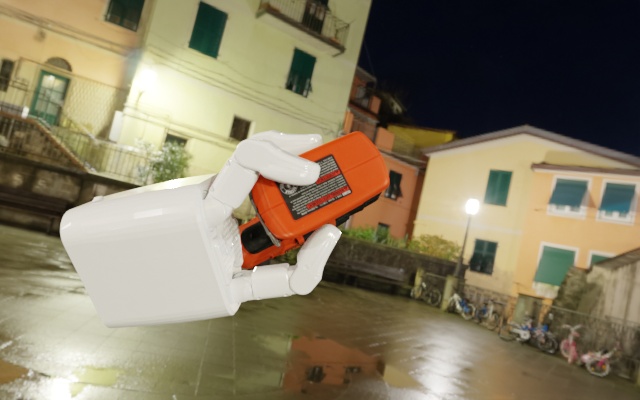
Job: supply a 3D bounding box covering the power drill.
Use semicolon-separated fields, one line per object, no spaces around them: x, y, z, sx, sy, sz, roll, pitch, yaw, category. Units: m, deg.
0.000;0.001;0.449;0.184;0.057;0.188;-28;-8;-15;power drill
